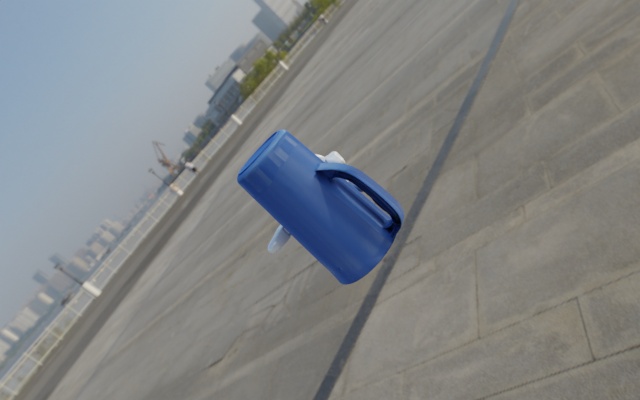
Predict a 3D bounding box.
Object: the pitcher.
[{"bbox_3d":[0.000,0.002,0.736,0.243,0.149,0.145,42,-2,-14],"label":"pitcher"}]
